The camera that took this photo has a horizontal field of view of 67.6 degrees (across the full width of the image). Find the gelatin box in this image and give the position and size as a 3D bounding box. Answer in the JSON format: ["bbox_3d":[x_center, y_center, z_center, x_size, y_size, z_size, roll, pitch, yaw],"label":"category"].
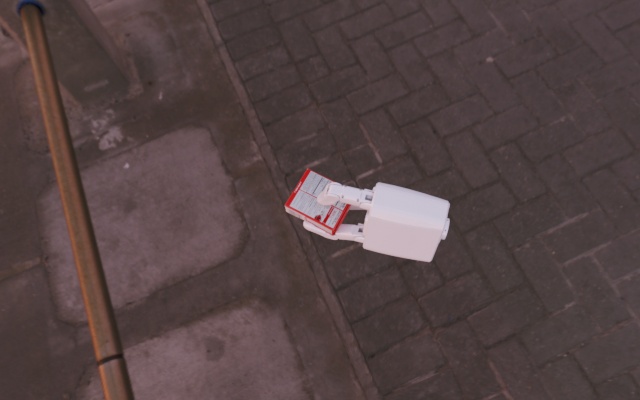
[{"bbox_3d":[0.000,0.002,0.745,0.089,0.073,0.030,27,-19,10],"label":"gelatin box"}]
